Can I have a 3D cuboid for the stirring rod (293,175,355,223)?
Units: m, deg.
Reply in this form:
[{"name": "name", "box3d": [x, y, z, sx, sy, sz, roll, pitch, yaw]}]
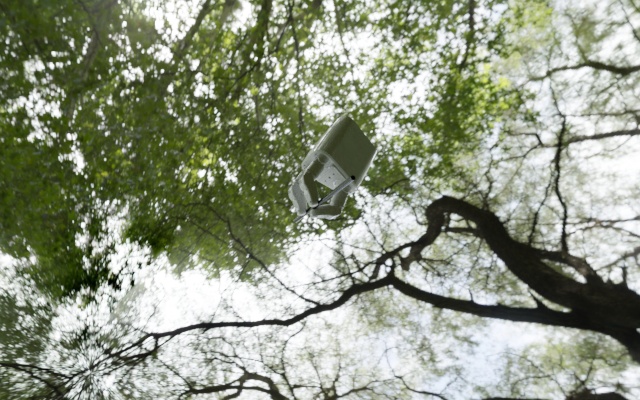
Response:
[{"name": "stirring rod", "box3d": [0.000, 0.003, 0.830, 0.011, 0.011, 0.239, 0, -18, -26]}]
